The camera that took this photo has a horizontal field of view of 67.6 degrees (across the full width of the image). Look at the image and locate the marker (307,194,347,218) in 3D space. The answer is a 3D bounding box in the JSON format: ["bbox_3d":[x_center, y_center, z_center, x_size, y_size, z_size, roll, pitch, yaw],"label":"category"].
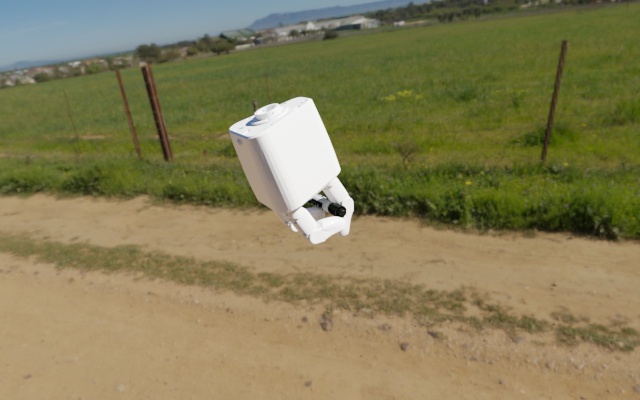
[{"bbox_3d":[0.000,0.002,0.688,0.020,0.020,0.121,0,15,-31],"label":"marker"}]
